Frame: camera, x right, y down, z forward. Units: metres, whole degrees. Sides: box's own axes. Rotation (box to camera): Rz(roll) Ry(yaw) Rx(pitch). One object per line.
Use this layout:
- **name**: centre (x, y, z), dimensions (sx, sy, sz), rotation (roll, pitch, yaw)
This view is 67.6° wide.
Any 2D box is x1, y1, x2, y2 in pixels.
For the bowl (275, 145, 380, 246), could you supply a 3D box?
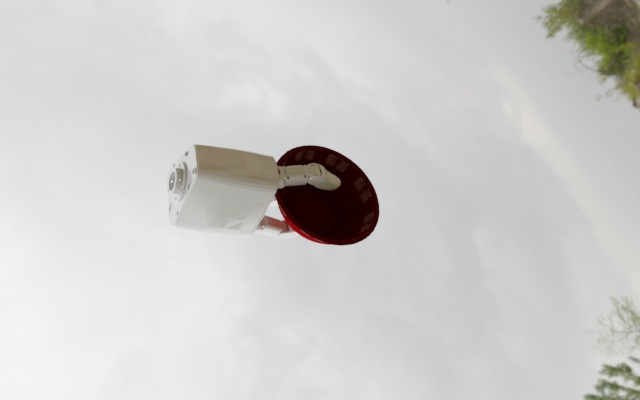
- **bowl**: centre (0.001, 0.003, 0.669), dimensions (0.162, 0.162, 0.055), rotation (0, -32, -29)
